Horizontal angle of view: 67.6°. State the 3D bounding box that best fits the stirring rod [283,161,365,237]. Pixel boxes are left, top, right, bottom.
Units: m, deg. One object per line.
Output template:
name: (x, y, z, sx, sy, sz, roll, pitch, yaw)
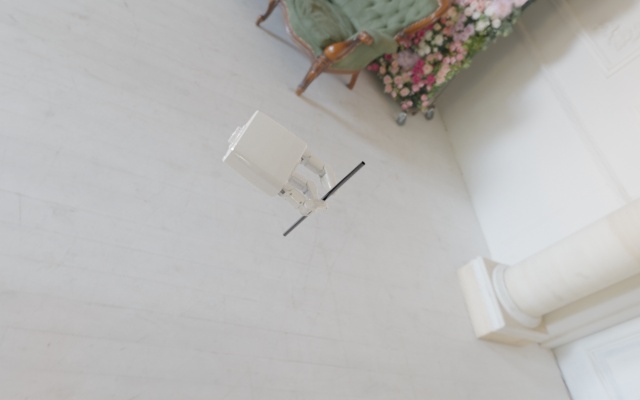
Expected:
stirring rod: (0.000, 0.003, 0.850, 0.011, 0.011, 0.240, 0, -32, -43)
